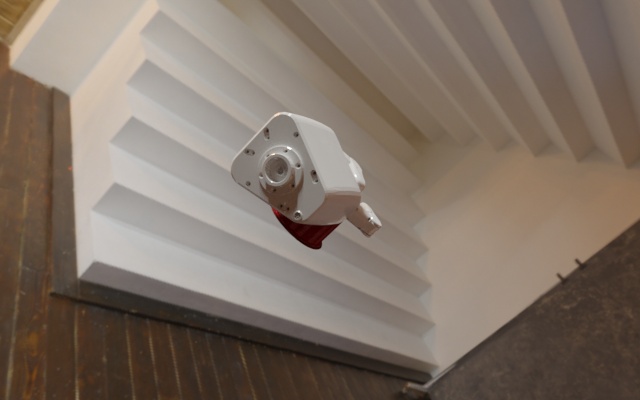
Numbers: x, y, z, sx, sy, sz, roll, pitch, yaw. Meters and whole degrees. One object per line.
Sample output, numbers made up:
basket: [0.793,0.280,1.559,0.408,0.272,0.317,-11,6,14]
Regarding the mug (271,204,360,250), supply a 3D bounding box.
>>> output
mug: [0.001,0.002,0.626,0.081,0.093,0.117,-44,-13,15]
